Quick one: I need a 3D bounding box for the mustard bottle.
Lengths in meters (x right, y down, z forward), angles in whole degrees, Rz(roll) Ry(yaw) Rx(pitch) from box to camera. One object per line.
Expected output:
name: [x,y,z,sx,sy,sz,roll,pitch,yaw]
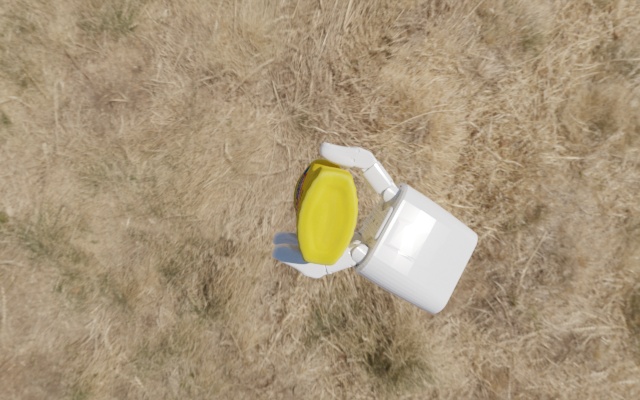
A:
mustard bottle: [0.000,0.002,0.549,0.058,0.096,0.191,8,10,-6]
